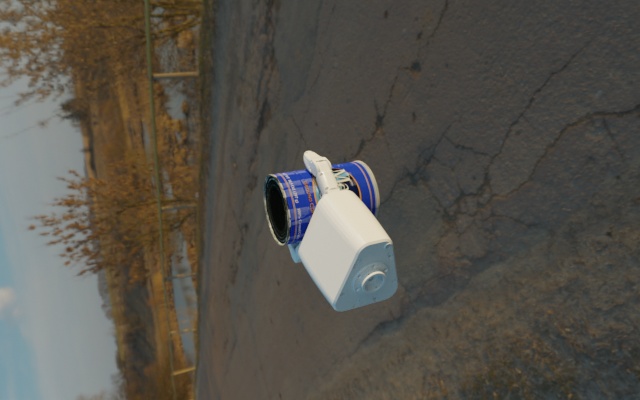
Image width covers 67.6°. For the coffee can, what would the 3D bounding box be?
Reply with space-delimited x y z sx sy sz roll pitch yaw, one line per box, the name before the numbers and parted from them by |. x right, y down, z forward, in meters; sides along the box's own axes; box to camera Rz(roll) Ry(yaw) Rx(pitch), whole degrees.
coffee can | 0.000 0.002 0.693 0.140 0.103 0.103 -10 4 -22
